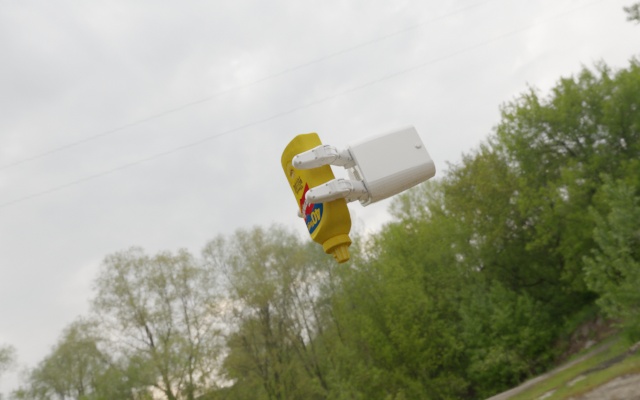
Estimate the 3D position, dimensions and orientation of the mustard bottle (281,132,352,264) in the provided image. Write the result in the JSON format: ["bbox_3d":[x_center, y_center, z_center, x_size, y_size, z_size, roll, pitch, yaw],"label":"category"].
[{"bbox_3d":[0.000,0.002,0.702,0.058,0.191,0.096,-11,-23,-28],"label":"mustard bottle"}]
